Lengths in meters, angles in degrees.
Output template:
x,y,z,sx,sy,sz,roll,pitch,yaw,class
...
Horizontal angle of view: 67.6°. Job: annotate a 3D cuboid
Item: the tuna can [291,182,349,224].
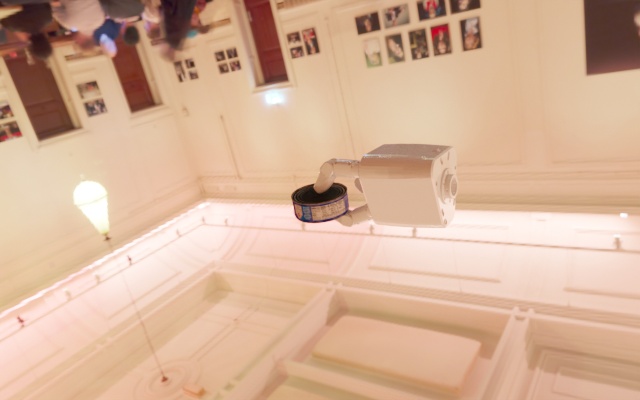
x,y,z,sx,sy,sz,roll,pitch,yaw,class
0.000,0.003,0.724,0.086,0.034,0.086,-7,22,3,tuna can
